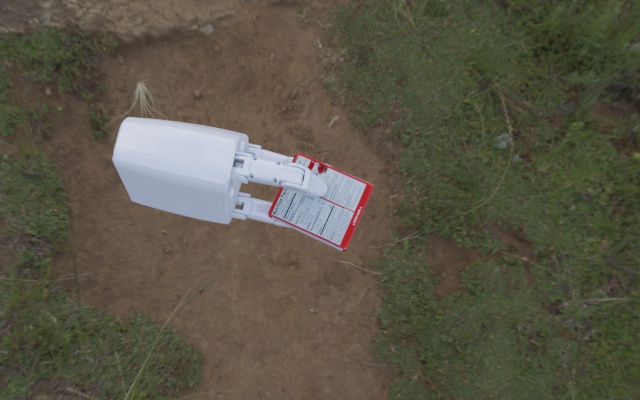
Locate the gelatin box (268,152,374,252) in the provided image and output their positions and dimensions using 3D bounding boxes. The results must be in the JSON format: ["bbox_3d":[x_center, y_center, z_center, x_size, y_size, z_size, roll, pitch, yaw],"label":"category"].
[{"bbox_3d":[0.000,0.002,0.495,0.089,0.073,0.030,24,-10,3],"label":"gelatin box"}]
